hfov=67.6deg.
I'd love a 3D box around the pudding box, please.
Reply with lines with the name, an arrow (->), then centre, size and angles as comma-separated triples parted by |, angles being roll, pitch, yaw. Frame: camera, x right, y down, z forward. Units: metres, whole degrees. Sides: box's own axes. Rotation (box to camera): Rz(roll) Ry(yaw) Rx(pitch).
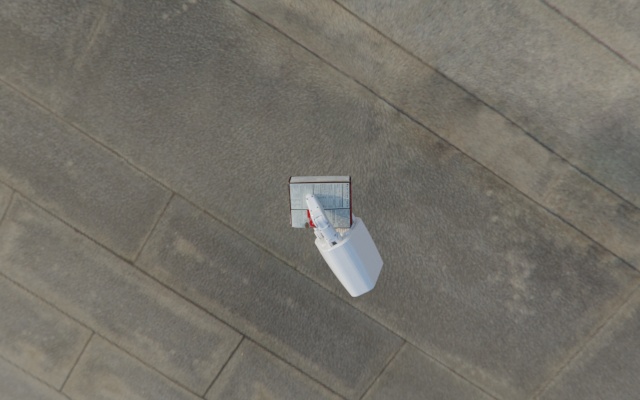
pudding box -> 0.000, 0.003, 0.855 | 0.113, 0.090, 0.039 | -1, 19, 3
